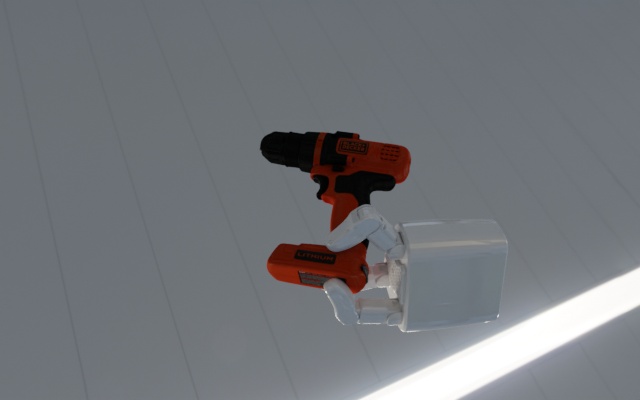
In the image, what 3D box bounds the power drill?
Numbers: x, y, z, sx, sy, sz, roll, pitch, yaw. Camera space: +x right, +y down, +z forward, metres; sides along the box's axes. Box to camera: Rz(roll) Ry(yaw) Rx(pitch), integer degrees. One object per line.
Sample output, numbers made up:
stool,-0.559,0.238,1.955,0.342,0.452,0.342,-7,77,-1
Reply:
power drill,0.000,0.002,0.541,0.184,0.187,0.057,8,-29,13
